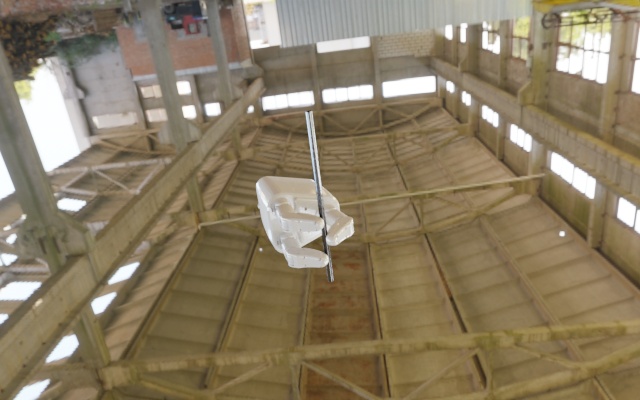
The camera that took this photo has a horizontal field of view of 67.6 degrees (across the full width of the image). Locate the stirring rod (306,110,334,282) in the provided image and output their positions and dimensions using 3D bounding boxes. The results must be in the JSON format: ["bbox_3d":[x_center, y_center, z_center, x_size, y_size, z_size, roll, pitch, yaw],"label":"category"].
[{"bbox_3d":[0.000,0.002,0.626,0.011,0.240,0.011,-6,22,3],"label":"stirring rod"}]
